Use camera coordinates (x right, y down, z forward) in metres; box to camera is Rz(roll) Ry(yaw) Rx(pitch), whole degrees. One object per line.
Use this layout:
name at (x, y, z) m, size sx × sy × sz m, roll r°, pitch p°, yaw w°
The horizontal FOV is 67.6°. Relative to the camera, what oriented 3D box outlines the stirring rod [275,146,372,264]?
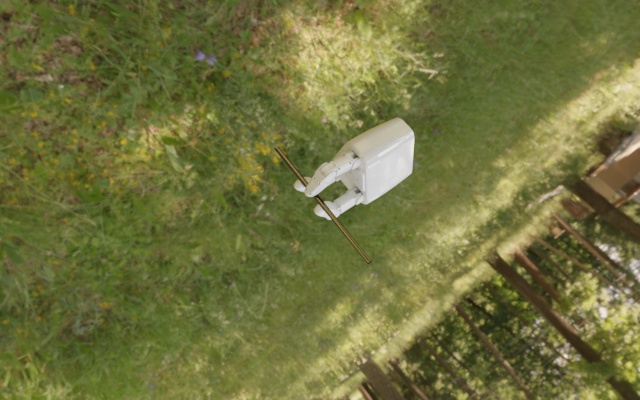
stirring rod at (0.000, 0.002, 0.731) m, size 0.011 × 0.239 × 0.011 m, roll -33°, pitch -21°, yaw -15°
